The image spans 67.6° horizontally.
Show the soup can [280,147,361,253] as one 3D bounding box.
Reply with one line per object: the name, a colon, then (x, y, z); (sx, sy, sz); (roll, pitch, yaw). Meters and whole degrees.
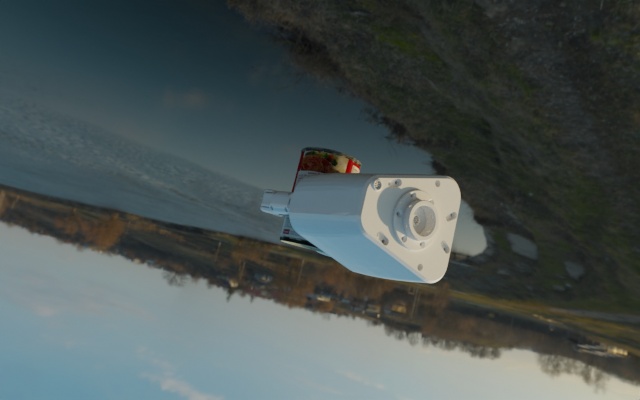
soup can: (0.000, 0.002, 0.517); (0.068, 0.102, 0.068); (14, -8, 2)
